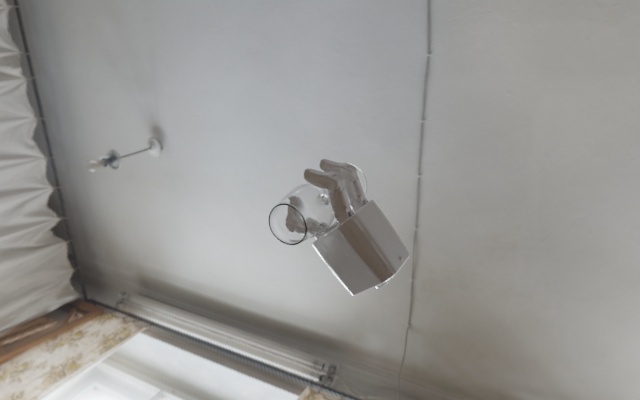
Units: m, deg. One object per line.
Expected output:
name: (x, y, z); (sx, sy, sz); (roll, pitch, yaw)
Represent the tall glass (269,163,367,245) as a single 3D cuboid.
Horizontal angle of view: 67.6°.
tall glass: (0.000, 0.002, 0.739); (0.079, 0.079, 0.201); (0, 18, 29)
